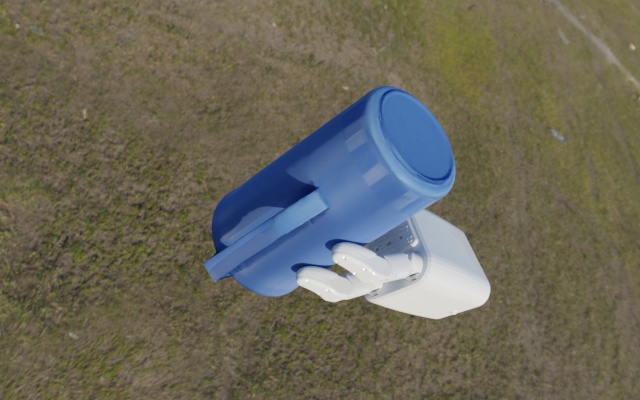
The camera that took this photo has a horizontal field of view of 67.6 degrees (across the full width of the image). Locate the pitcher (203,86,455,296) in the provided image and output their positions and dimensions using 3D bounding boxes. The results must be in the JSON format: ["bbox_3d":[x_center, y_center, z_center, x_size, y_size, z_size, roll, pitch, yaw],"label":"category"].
[{"bbox_3d":[0.000,0.002,0.465,0.145,0.149,0.243,26,-40,-30],"label":"pitcher"}]
